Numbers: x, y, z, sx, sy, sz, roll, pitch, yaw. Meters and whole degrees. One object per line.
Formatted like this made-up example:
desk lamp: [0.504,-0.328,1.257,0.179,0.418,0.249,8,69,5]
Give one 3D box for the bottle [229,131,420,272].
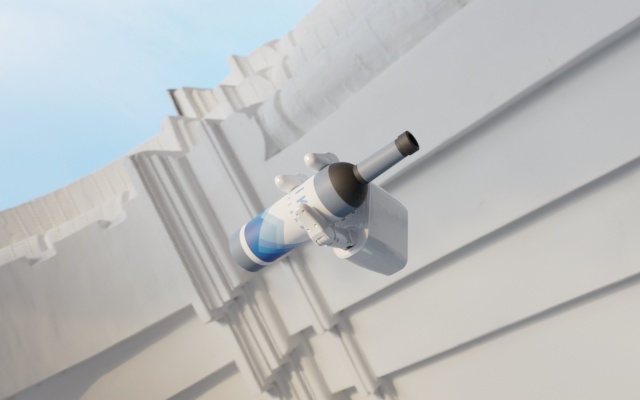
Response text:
bottle: [0.000,0.002,0.623,0.296,0.069,0.069,-34,-18,29]
